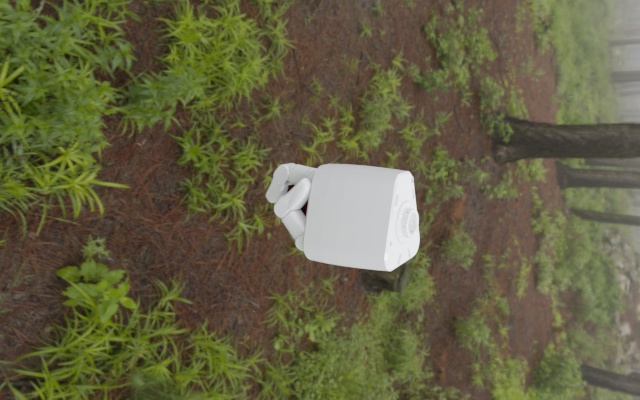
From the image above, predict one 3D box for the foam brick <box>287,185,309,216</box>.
[{"bbox_3d":[0.000,0.002,0.624,0.051,0.053,0.078,5,13,33],"label":"foam brick"}]
